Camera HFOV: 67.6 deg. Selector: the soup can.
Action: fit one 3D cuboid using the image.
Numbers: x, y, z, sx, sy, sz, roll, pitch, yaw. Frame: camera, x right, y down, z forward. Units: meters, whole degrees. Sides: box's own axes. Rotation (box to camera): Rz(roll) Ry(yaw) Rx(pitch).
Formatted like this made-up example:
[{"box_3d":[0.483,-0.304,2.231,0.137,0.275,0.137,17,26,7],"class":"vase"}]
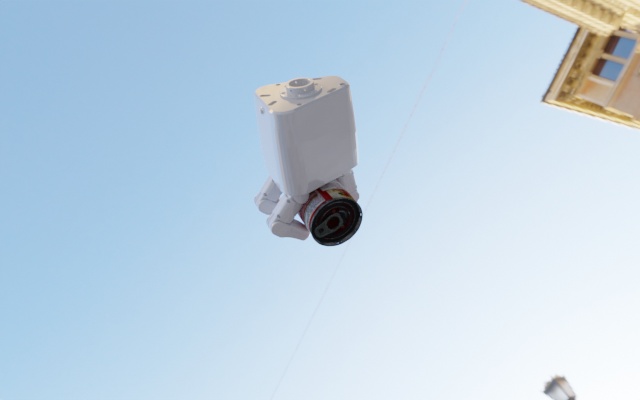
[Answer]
[{"box_3d":[0.000,0.002,0.604,0.068,0.068,0.102,0,29,-27],"class":"soup can"}]
